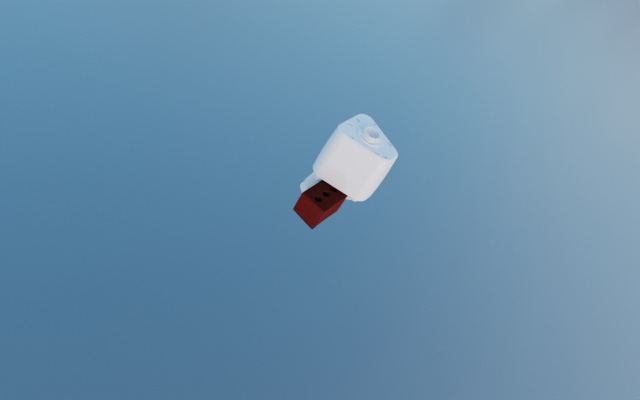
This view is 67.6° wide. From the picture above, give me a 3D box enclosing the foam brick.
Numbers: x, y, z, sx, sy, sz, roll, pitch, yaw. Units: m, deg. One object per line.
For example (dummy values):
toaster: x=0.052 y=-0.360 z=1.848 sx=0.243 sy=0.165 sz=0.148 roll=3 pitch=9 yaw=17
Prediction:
foam brick: x=0.000 y=0.003 z=0.846 sx=0.078 sy=0.053 sz=0.051 roll=-35 pitch=-16 yaw=-44
